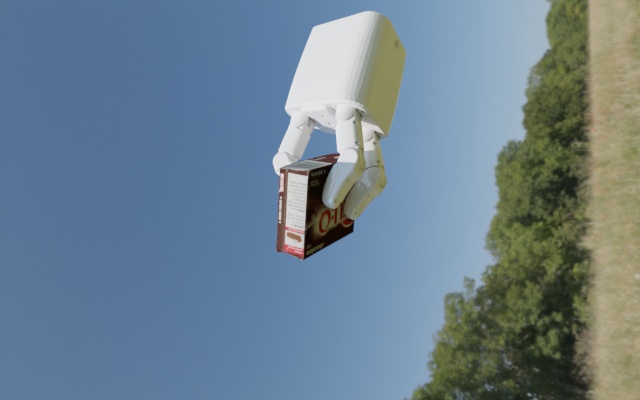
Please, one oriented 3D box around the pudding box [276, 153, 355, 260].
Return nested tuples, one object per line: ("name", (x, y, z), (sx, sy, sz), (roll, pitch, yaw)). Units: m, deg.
("pudding box", (0.000, 0.002, 0.500), (0.039, 0.090, 0.113), (12, 17, 30))
